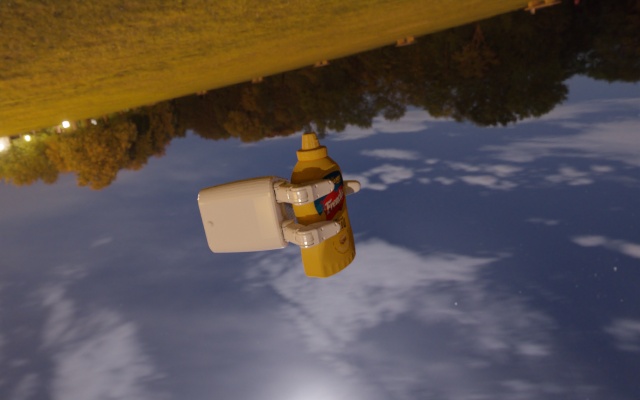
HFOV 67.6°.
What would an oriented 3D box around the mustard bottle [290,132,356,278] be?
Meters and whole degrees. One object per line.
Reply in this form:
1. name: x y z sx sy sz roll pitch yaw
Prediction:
1. mustard bottle: 0.000 0.002 0.658 0.058 0.192 0.096 0 17 35
